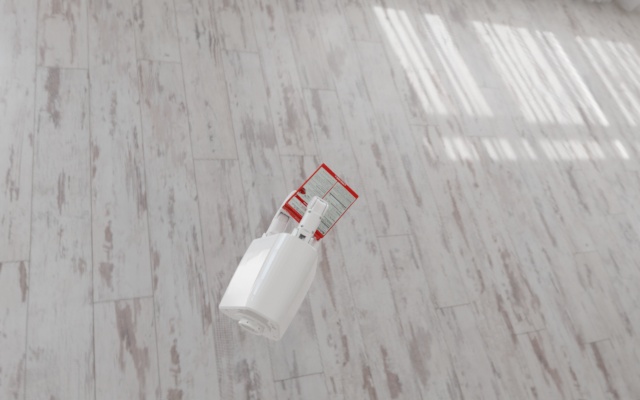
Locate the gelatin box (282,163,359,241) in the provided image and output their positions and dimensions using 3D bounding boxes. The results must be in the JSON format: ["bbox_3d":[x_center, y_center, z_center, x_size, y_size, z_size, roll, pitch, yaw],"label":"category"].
[{"bbox_3d":[0.000,0.002,0.691,0.073,0.089,0.030,43,-21,-1],"label":"gelatin box"}]
